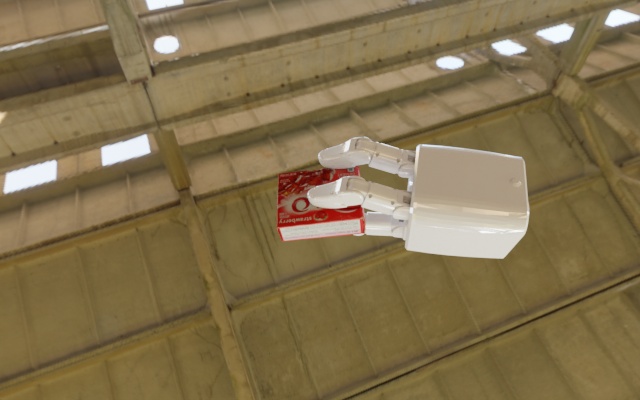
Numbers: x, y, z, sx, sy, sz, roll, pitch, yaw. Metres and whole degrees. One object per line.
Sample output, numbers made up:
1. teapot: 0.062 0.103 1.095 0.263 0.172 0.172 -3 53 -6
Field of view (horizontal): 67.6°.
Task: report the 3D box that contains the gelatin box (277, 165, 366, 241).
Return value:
1. gelatin box: 0.000 0.002 0.501 0.089 0.073 0.030 -6 -39 5
